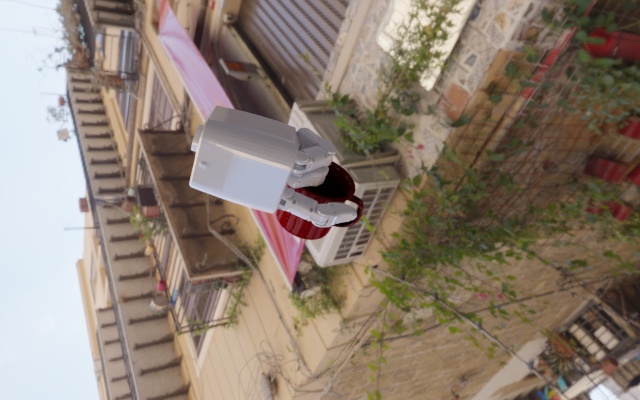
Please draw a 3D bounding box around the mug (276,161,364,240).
[{"bbox_3d":[0.001,0.003,0.644,0.117,0.081,0.093,19,36,-10],"label":"mug"}]
